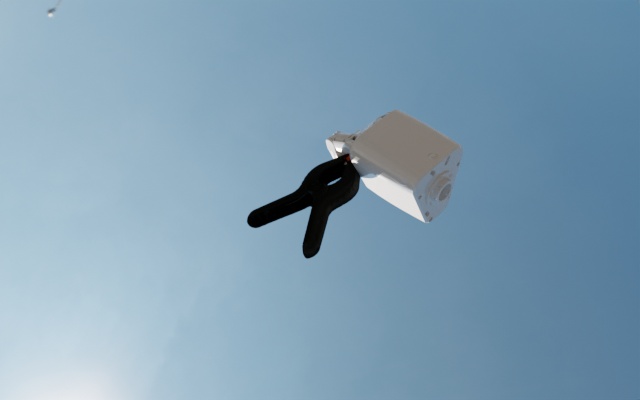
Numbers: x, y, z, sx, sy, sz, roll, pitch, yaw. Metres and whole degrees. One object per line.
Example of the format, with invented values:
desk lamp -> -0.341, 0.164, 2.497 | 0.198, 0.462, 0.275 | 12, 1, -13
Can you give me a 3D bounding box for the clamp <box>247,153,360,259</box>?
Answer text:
clamp -> 0.000, 0.002, 0.616 | 0.171, 0.039, 0.120 | -40, 51, -17
